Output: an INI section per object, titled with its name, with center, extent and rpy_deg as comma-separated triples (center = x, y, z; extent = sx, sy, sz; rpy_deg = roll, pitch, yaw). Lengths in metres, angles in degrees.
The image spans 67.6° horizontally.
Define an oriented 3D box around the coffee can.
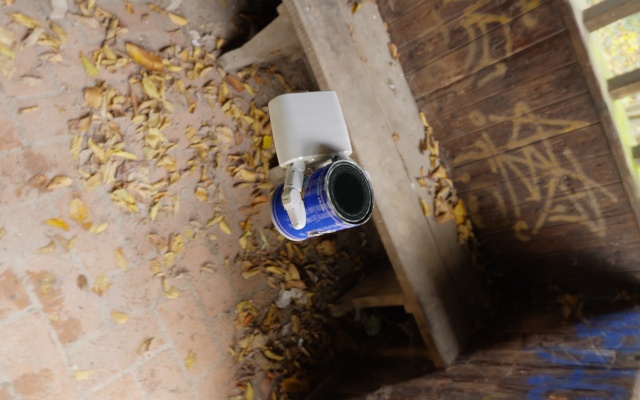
[coffee can]
center = 0.000, 0.003, 0.762
extent = 0.103, 0.103, 0.140
rpy_deg = 0, -13, -42
